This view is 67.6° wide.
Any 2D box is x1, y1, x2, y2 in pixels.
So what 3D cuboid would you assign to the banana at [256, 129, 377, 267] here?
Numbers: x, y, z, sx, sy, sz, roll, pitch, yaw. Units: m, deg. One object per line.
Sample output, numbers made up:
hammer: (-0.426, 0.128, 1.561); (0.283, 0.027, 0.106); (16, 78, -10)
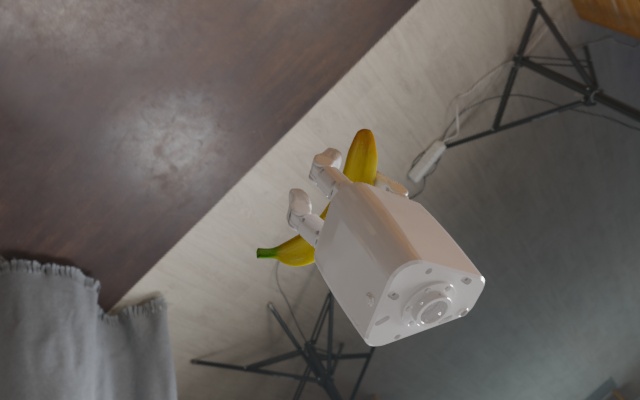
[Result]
banana: (0.012, 0.012, 0.537); (0.070, 0.198, 0.037); (28, 20, -34)
